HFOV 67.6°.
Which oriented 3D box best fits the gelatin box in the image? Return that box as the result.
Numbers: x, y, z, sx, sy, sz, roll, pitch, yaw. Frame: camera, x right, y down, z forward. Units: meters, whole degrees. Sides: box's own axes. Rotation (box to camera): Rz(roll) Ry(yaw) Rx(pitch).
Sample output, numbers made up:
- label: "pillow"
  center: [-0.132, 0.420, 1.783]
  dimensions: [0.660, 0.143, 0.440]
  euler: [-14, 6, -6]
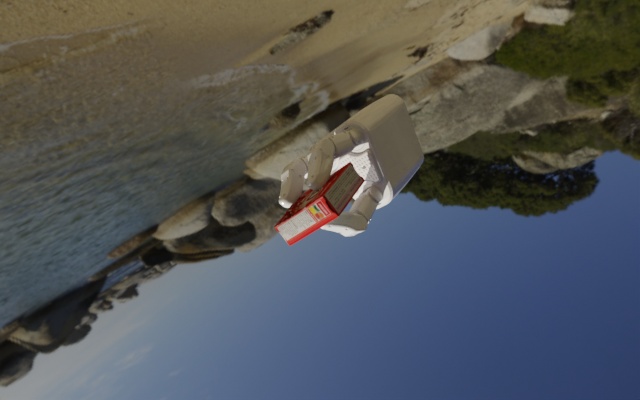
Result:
- label: "gelatin box"
  center: [0.000, 0.002, 0.510]
  dimensions: [0.073, 0.030, 0.089]
  euler: [-32, 11, 34]
